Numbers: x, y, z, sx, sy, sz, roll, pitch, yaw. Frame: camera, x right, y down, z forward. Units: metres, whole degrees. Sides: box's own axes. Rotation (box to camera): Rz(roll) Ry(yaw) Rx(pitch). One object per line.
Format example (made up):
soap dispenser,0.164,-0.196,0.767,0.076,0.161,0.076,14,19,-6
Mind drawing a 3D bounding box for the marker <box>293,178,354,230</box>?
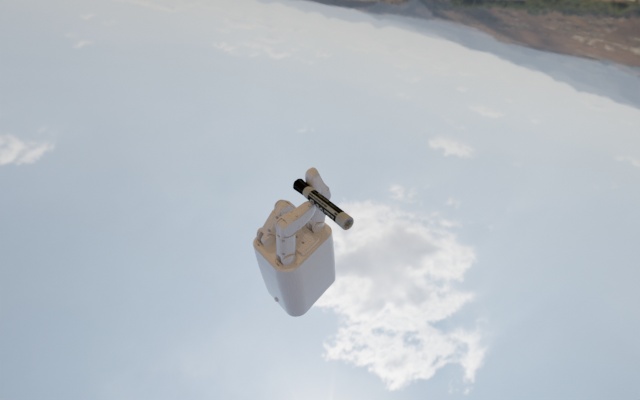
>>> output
marker,0.000,0.002,0.630,0.020,0.020,0.121,0,27,-40
